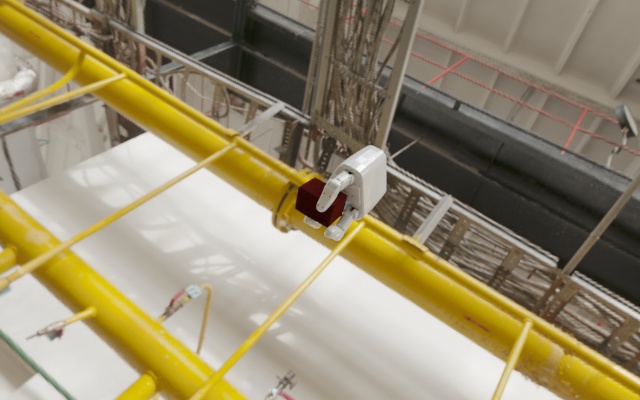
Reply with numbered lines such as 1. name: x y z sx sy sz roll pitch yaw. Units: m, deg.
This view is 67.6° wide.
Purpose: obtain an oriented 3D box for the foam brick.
1. foam brick: 0.000 0.003 0.887 0.078 0.053 0.051 30 42 19
